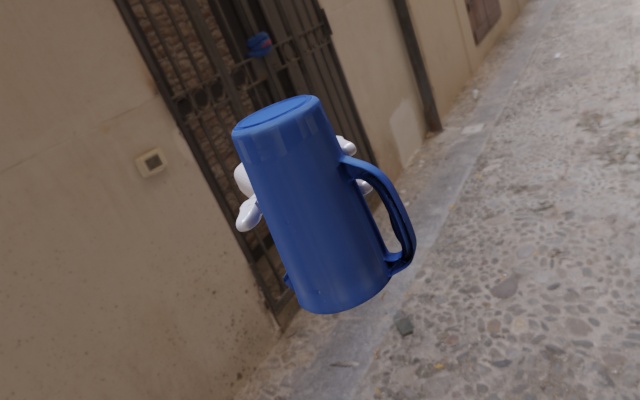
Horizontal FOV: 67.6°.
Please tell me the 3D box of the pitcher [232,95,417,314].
[{"bbox_3d":[0.000,0.002,0.571,0.149,0.243,0.145,-29,22,-16],"label":"pitcher"}]
